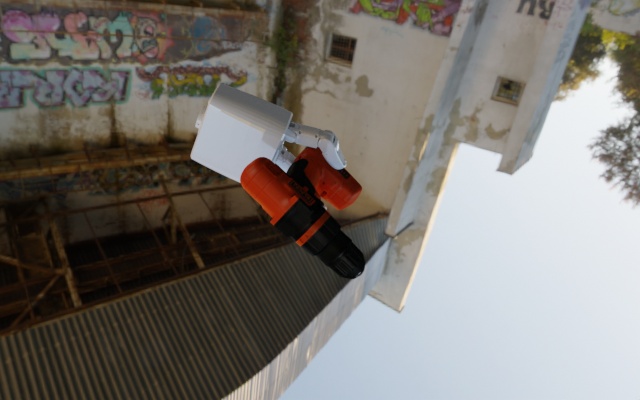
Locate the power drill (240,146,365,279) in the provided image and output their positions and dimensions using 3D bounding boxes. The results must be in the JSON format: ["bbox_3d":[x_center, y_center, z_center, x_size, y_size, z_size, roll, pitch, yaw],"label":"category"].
[{"bbox_3d":[0.000,0.002,0.623,0.057,0.184,0.187,-44,2,22],"label":"power drill"}]
